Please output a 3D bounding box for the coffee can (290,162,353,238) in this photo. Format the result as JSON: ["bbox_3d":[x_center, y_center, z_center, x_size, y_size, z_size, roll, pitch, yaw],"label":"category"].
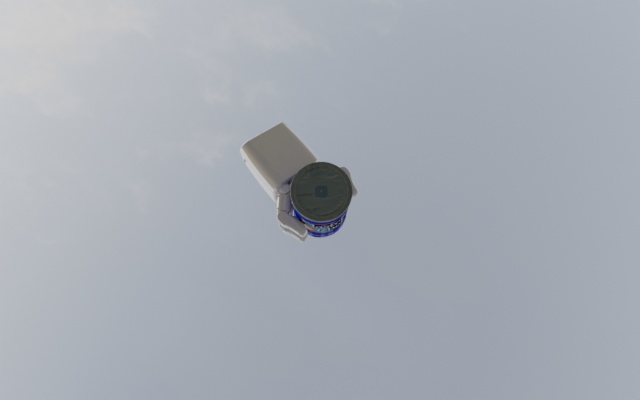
[{"bbox_3d":[0.000,0.003,0.848,0.103,0.102,0.140,0,-15,-1],"label":"coffee can"}]
